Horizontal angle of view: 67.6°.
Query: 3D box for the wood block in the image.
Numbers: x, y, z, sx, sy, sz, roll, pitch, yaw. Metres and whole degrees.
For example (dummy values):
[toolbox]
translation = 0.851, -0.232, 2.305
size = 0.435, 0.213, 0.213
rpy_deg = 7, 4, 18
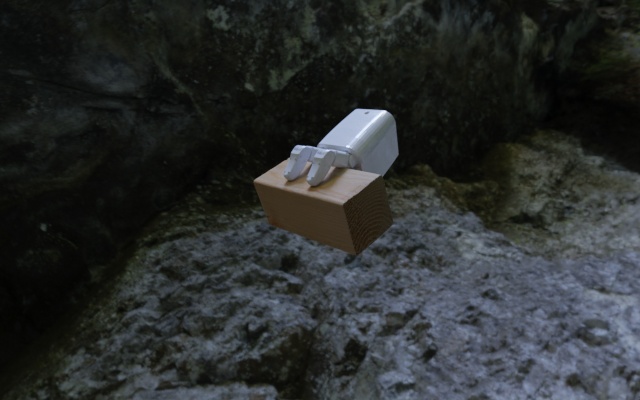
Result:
[wood block]
translation = 0.000, 0.002, 0.754
size = 0.090, 0.091, 0.206
rpy_deg = -37, 33, -32
